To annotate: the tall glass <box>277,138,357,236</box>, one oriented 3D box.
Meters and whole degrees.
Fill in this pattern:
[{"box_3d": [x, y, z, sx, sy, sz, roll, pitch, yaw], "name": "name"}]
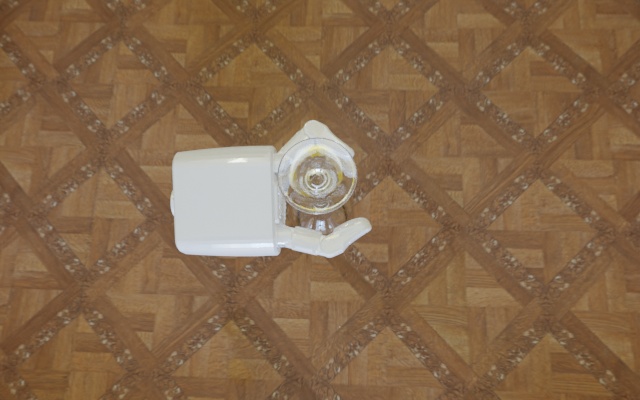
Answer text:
[{"box_3d": [0.000, 0.002, 0.535, 0.079, 0.079, 0.201, 0, -15, 2], "name": "tall glass"}]
